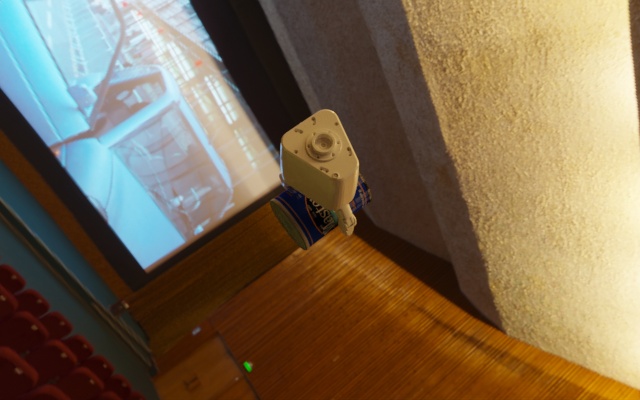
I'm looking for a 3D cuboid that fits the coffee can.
[{"bbox_3d":[0.000,0.003,0.810,0.140,0.103,0.103,-36,10,-14],"label":"coffee can"}]
